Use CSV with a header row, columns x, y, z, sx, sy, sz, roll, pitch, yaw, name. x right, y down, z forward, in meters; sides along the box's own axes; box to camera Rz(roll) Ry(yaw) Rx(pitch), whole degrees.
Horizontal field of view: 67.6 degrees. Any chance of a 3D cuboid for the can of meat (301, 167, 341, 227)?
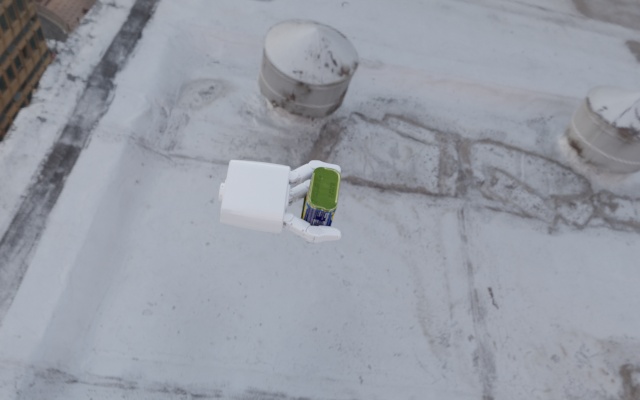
x,y,z,sx,sy,sz,roll,pitch,yaw,name
0.000,0.003,0.841,0.057,0.102,0.084,11,-40,-4,can of meat
